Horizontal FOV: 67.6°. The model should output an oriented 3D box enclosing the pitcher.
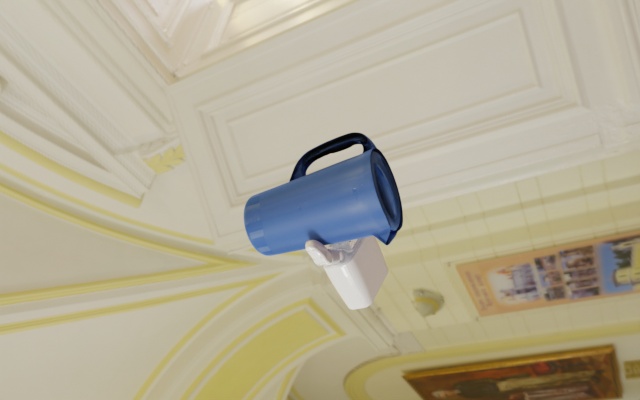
[{"bbox_3d":[0.000,0.003,0.774,0.243,0.145,0.149,-16,30,22],"label":"pitcher"}]
